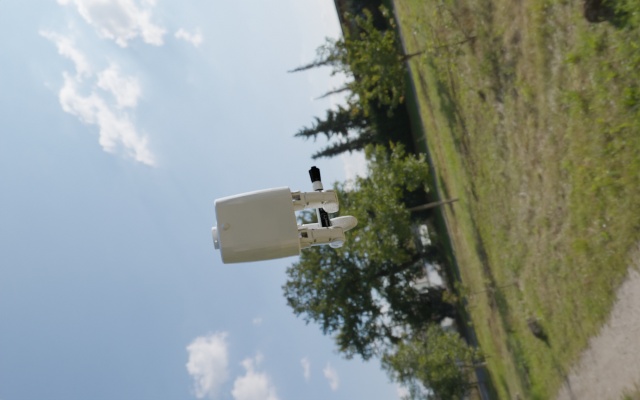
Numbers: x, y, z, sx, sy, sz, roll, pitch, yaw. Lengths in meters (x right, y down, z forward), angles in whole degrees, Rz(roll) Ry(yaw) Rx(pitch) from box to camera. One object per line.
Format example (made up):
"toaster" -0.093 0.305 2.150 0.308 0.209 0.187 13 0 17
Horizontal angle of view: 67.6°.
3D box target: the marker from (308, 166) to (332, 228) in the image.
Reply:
"marker" 0.000 0.002 0.732 0.020 0.121 0.020 -10 -20 -4
